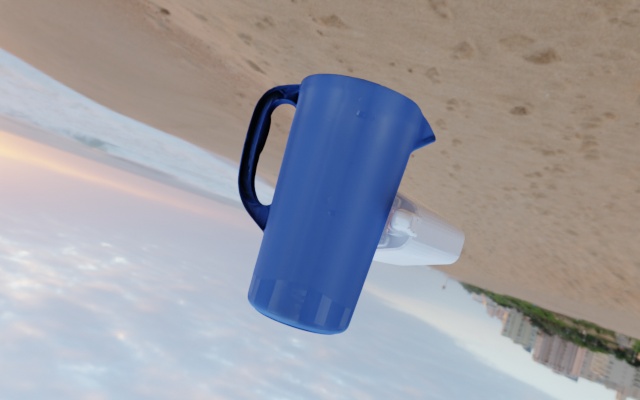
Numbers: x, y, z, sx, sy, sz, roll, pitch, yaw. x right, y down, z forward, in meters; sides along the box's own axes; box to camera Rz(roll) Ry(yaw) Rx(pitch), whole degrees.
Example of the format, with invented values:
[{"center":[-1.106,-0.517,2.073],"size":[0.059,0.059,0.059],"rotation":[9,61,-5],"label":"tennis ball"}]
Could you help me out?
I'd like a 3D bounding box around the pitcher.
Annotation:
[{"center":[0.000,0.002,0.493],"size":[0.145,0.243,0.149],"rotation":[21,-5,-41],"label":"pitcher"}]
